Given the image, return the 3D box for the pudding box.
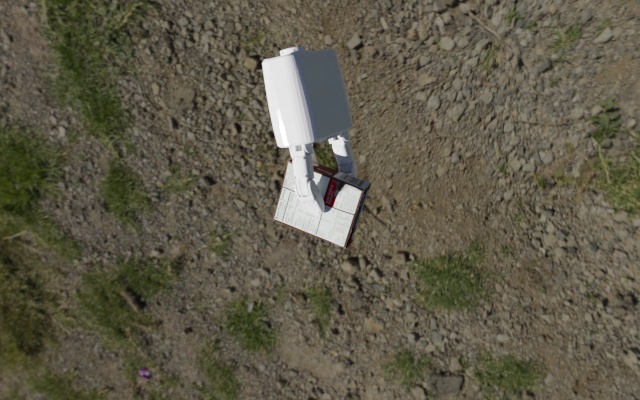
[{"bbox_3d":[0.000,0.002,0.643,0.113,0.090,0.039,22,22,14],"label":"pudding box"}]
